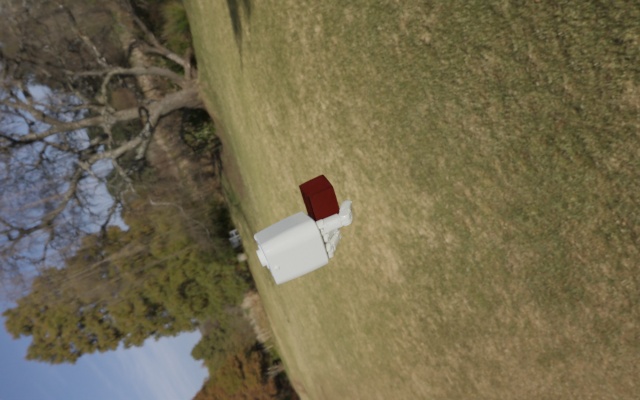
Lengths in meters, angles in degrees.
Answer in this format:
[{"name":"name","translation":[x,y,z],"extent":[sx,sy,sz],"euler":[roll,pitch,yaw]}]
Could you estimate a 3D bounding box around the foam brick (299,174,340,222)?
[{"name":"foam brick","translation":[0.000,0.003,0.881],"extent":[0.051,0.078,0.053],"euler":[-23,33,-10]}]
